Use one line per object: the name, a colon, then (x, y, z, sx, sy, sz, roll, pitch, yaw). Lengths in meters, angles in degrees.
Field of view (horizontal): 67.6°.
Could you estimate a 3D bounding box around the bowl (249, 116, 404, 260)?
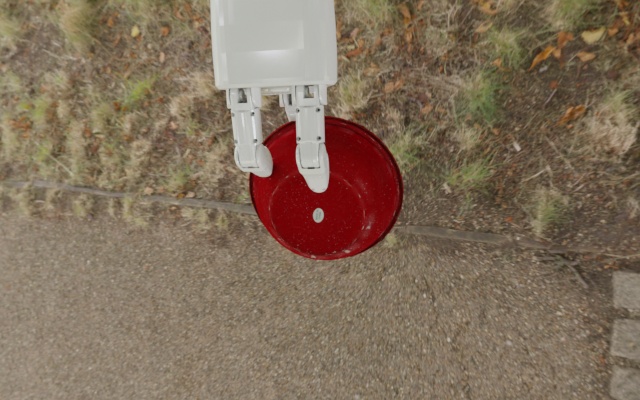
bowl: (0.000, 0.003, 0.472, 0.162, 0.162, 0.055, 0, 25, 10)
